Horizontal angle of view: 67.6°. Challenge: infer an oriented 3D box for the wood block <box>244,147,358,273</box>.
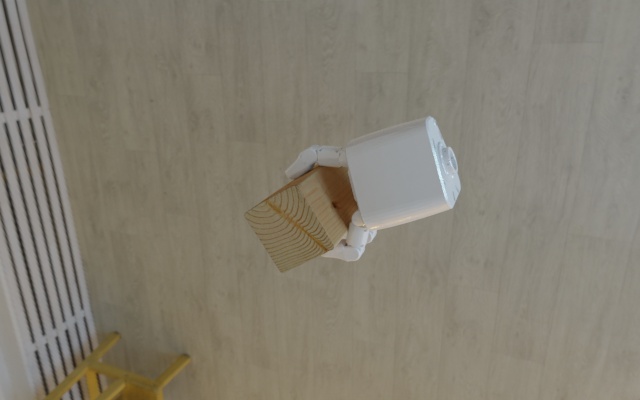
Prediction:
[{"bbox_3d":[0.000,0.002,0.658,0.090,0.091,0.206,-28,6,30],"label":"wood block"}]
